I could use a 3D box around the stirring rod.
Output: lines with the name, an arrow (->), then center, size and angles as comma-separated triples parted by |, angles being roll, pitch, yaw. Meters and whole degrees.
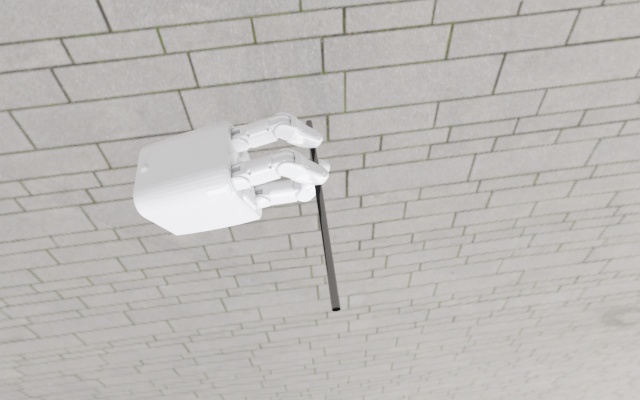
stirring rod -> 0.000, 0.002, 0.492 | 0.011, 0.239, 0.011 | -5, -38, -4
